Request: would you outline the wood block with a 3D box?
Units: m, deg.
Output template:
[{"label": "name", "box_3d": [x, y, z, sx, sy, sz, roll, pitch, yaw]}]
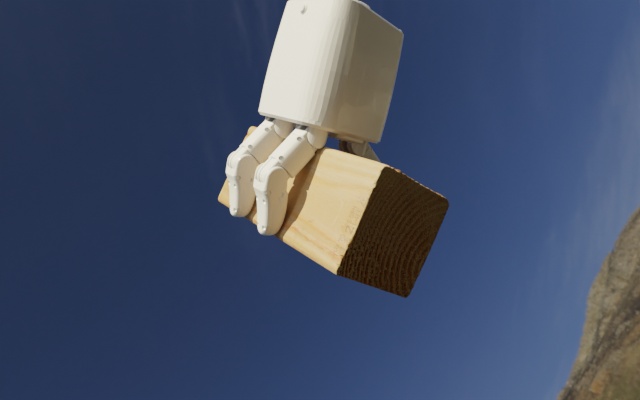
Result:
[{"label": "wood block", "box_3d": [0.000, 0.001, 0.445, 0.091, 0.090, 0.206, 24, 0, -39]}]
